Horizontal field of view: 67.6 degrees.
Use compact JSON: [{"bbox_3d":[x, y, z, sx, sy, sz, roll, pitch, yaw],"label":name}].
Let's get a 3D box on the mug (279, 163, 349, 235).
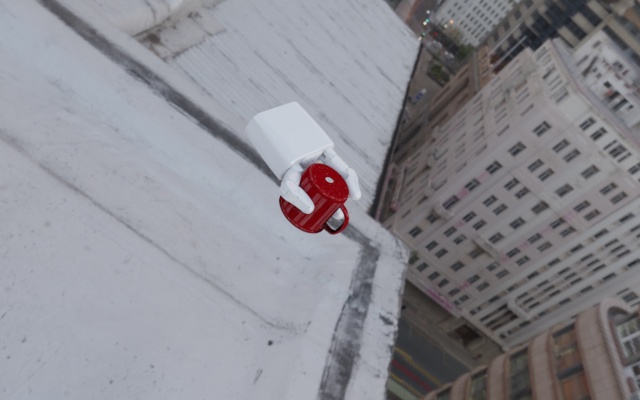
[{"bbox_3d":[0.001,0.004,0.773,0.081,0.117,0.093,-47,-14,34],"label":"mug"}]
